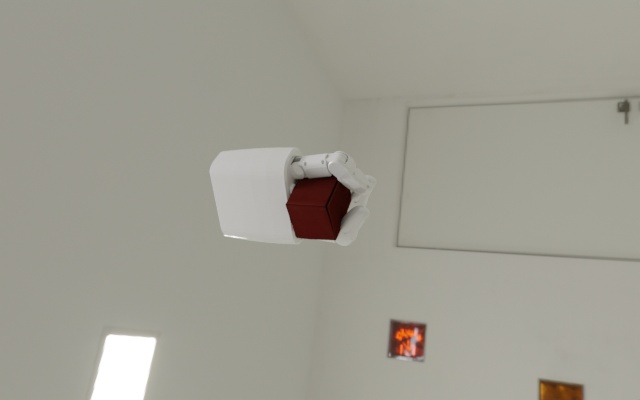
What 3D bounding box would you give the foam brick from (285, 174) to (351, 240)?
[{"bbox_3d":[0.000,0.002,0.559,0.051,0.053,0.078,2,39,20],"label":"foam brick"}]
